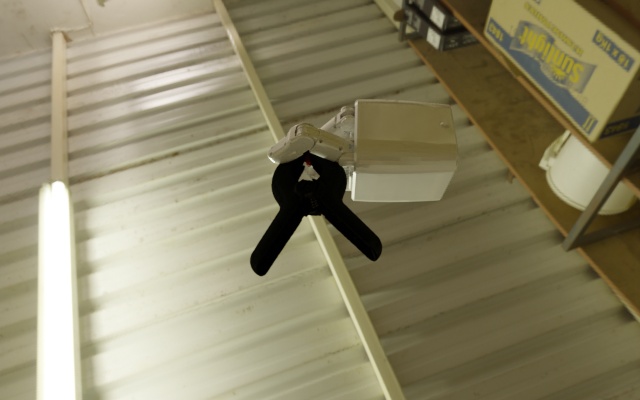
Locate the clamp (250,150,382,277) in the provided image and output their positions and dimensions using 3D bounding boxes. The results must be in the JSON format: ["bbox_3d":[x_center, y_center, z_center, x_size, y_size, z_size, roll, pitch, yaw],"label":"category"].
[{"bbox_3d":[0.000,0.002,0.480,0.120,0.171,0.039,3,-40,3],"label":"clamp"}]
